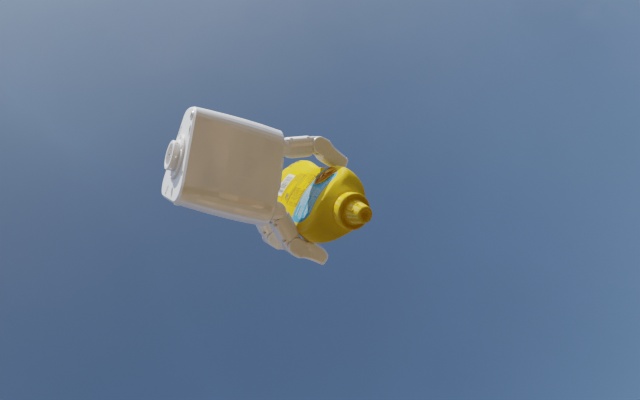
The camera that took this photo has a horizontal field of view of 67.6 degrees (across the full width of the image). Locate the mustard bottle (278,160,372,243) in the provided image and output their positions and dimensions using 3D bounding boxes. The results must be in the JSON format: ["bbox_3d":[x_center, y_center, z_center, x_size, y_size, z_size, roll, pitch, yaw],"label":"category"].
[{"bbox_3d":[0.000,0.002,0.575,0.058,0.096,0.191,42,-13,-27],"label":"mustard bottle"}]
